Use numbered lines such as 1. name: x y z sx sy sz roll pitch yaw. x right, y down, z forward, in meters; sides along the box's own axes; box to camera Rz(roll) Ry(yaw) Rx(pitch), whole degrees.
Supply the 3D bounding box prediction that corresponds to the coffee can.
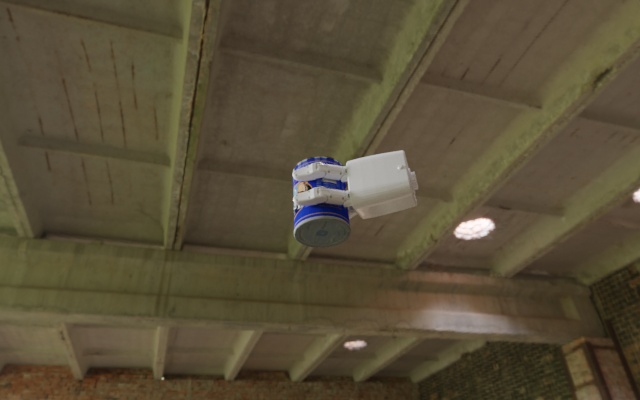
1. coffee can: 0.000 0.003 0.894 0.103 0.140 0.103 -2 -34 -2
